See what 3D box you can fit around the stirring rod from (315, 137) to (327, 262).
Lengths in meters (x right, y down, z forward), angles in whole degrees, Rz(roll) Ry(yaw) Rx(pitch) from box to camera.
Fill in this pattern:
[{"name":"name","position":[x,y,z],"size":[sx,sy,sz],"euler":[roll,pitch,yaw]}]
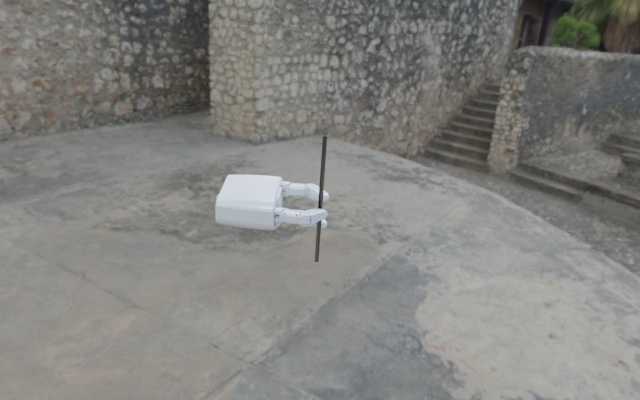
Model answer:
[{"name":"stirring rod","position":[0.000,0.003,0.870],"size":[0.011,0.240,0.011],"euler":[3,20,-1]}]
